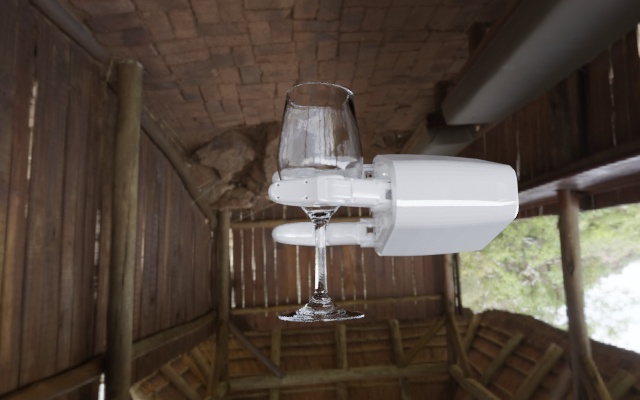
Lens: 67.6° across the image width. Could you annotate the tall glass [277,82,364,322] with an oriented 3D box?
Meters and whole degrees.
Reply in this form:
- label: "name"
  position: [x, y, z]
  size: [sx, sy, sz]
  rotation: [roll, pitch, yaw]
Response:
- label: "tall glass"
  position: [0.000, 0.002, 0.425]
  size: [0.079, 0.201, 0.079]
  rotation: [-1, -8, 0]
